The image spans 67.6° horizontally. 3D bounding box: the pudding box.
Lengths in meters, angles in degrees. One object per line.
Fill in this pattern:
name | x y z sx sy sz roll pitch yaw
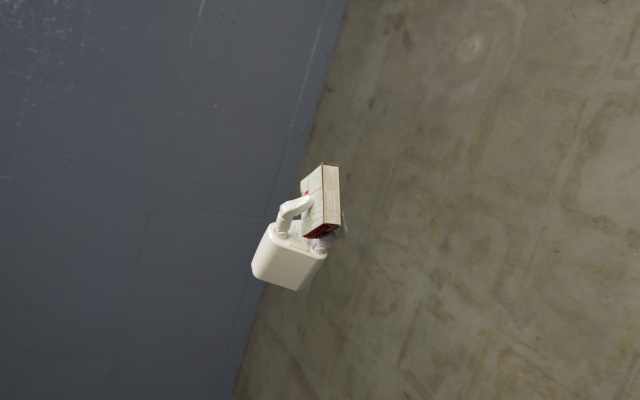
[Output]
pudding box | 0.000 0.003 0.832 0.039 0.113 0.090 7 -21 -26
